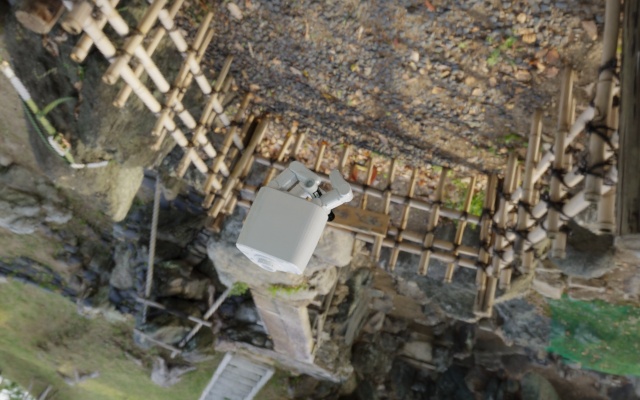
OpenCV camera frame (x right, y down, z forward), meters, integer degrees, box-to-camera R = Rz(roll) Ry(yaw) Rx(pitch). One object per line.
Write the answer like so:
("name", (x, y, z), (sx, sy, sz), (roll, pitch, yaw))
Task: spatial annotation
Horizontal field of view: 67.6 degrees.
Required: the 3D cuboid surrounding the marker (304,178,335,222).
("marker", (0.000, 0.003, 0.788), (0.020, 0.020, 0.121), (0, -29, 20))
